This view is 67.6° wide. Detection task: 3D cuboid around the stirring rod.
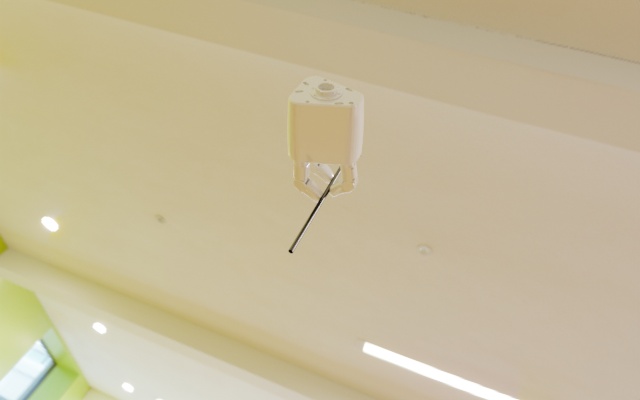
[{"bbox_3d":[0.000,0.003,0.800,0.011,0.011,0.239,0,38,28],"label":"stirring rod"}]
